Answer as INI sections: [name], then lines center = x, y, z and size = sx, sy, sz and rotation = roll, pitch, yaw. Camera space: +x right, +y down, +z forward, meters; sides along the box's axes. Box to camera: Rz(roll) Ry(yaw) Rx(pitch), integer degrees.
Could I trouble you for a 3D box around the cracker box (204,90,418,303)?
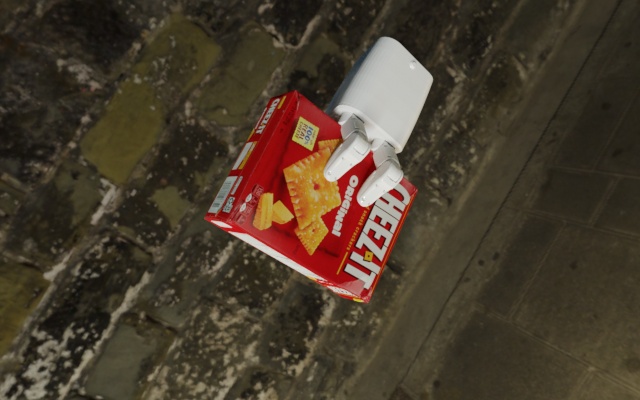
[cracker box]
center = 0.000, 0.002, 0.564
size = 0.214, 0.164, 0.072
rotation = 34, -16, -28
